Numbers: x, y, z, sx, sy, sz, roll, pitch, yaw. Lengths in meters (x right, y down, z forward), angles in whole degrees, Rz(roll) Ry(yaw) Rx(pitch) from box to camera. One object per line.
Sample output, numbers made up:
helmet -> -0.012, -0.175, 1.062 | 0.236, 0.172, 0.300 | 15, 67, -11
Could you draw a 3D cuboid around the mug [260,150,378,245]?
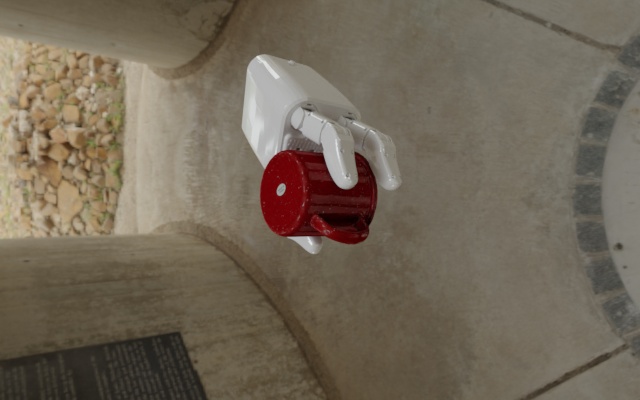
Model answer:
mug -> 0.001, 0.002, 0.456 | 0.081, 0.093, 0.117 | 2, 37, -38
